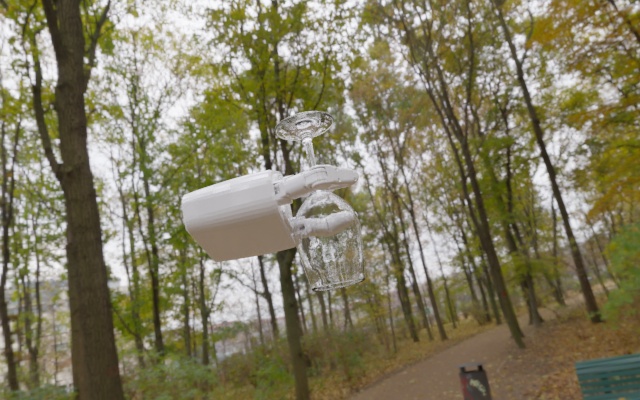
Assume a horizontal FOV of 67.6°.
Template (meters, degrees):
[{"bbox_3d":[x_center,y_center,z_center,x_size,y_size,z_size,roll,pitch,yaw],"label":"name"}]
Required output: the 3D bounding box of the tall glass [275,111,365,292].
[{"bbox_3d":[0.000,0.001,0.561,0.079,0.201,0.079,-12,-15,-3],"label":"tall glass"}]
